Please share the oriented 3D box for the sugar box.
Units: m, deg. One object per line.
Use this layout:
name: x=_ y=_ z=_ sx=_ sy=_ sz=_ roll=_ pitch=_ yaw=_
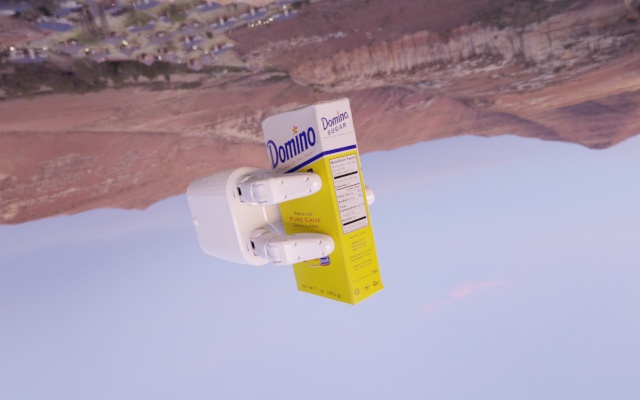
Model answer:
sugar box: x=0.000 y=0.002 z=0.444 sx=0.048 sy=0.176 sz=0.093 roll=-20 pitch=11 yaw=-35
